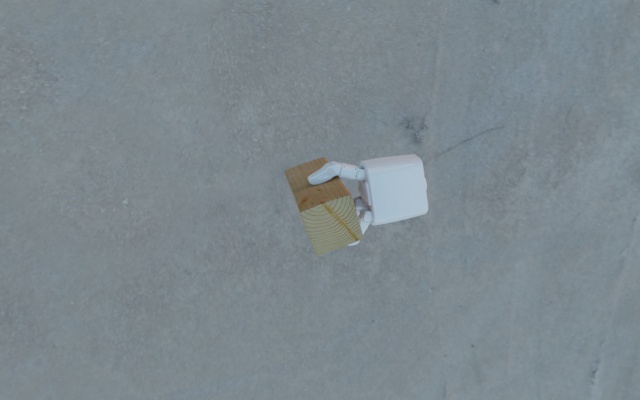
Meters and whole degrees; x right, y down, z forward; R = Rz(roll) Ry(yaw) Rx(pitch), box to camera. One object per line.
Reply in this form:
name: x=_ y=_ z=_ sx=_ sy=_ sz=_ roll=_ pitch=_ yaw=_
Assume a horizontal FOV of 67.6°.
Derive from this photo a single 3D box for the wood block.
wood block: x=0.000 y=0.003 z=0.880 sx=0.090 sy=0.091 sz=0.206 roll=-20 pitch=25 yaw=-4
